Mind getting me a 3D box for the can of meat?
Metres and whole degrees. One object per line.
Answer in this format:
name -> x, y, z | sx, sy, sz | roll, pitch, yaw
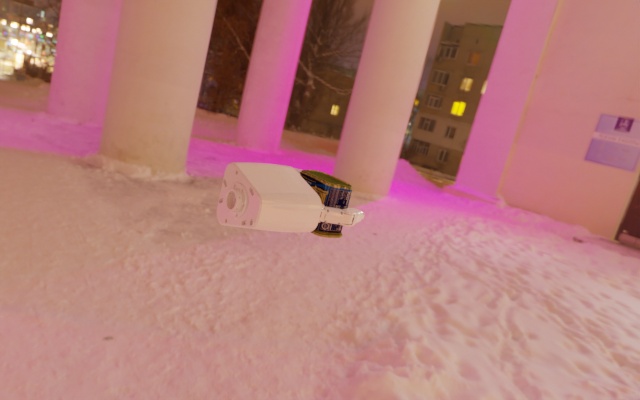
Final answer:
can of meat -> 0.000, 0.002, 0.762 | 0.057, 0.084, 0.102 | 5, 15, -38
